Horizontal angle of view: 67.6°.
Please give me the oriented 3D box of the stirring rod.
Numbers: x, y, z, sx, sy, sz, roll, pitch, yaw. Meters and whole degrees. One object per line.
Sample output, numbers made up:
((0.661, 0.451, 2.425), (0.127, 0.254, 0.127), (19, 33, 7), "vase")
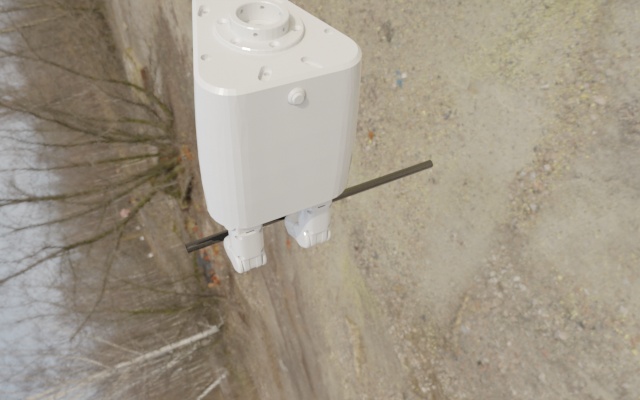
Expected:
((0.000, 0.001, 0.422), (0.239, 0.011, 0.011), (-19, 7, -20), "stirring rod")
